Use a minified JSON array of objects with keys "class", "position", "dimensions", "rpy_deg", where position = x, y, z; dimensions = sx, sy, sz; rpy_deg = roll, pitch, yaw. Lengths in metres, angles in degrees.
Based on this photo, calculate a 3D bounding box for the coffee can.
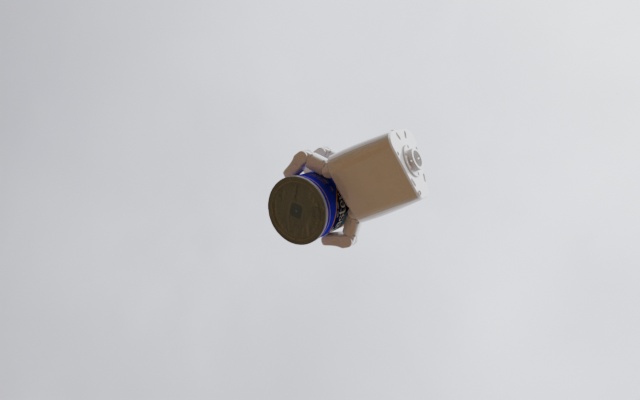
[{"class":"coffee can","position":[0.000,0.003,0.749],"dimensions":[0.103,0.103,0.140],"rpy_deg":[0,11,32]}]
